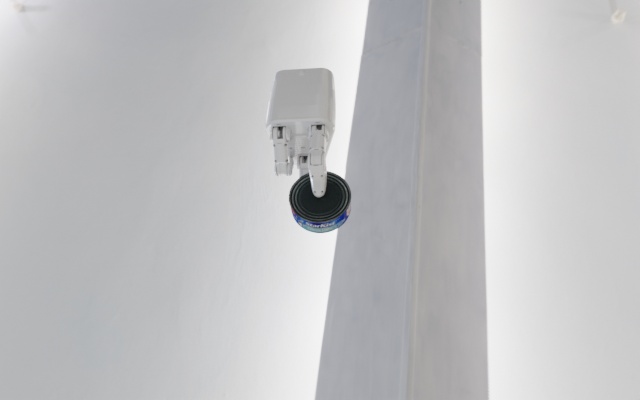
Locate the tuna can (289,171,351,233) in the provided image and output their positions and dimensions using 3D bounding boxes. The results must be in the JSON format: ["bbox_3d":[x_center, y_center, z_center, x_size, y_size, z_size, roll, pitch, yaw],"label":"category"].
[{"bbox_3d":[0.000,0.003,0.665,0.086,0.086,0.034,0,-34,4],"label":"tuna can"}]
